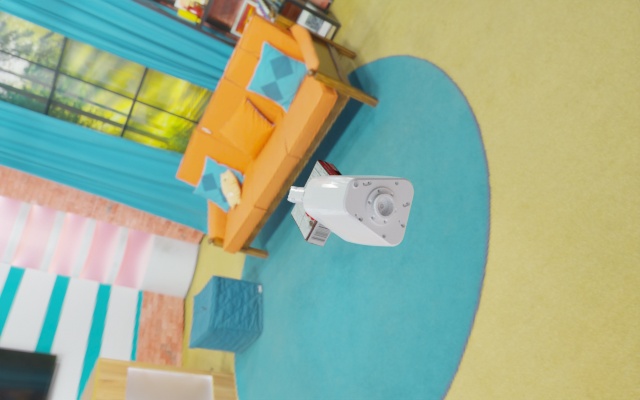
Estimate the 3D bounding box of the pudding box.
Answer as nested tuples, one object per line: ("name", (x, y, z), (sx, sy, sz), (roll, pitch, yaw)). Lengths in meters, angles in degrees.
("pudding box", (0.000, 0.003, 0.774), (0.039, 0.113, 0.090), (19, 21, -29))
